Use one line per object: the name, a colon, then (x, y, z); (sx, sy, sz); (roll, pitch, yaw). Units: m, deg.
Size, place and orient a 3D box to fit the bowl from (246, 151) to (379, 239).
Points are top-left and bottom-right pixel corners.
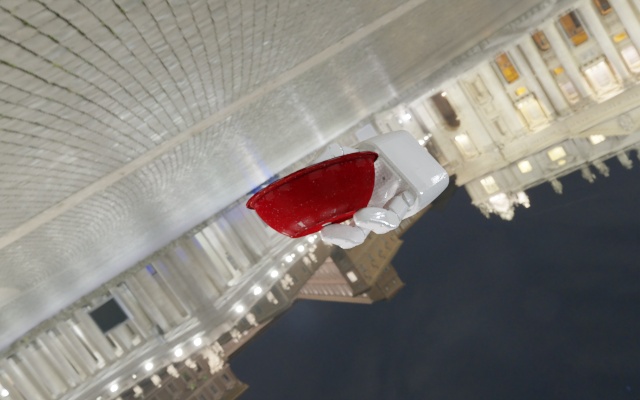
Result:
bowl: (-0.001, 0.002, 0.544); (0.162, 0.055, 0.162); (-21, -8, -3)
